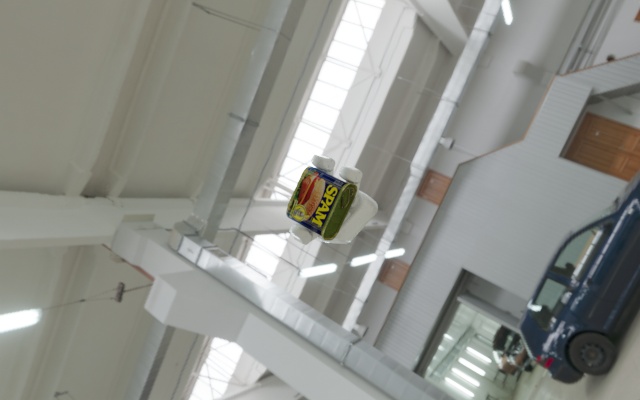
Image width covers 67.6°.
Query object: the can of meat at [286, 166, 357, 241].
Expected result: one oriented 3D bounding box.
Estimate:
[{"bbox_3d":[0.000,0.003,0.797,0.084,0.102,0.057,27,6,25],"label":"can of meat"}]
